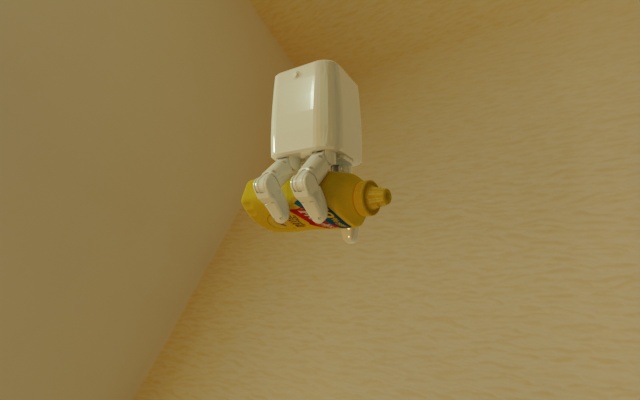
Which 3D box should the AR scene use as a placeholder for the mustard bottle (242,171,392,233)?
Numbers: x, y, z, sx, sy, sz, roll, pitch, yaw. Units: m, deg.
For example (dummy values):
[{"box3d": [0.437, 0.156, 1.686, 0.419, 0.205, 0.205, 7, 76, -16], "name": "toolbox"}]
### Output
[{"box3d": [0.000, 0.002, 0.585, 0.191, 0.058, 0.096, -6, -34, 38], "name": "mustard bottle"}]
